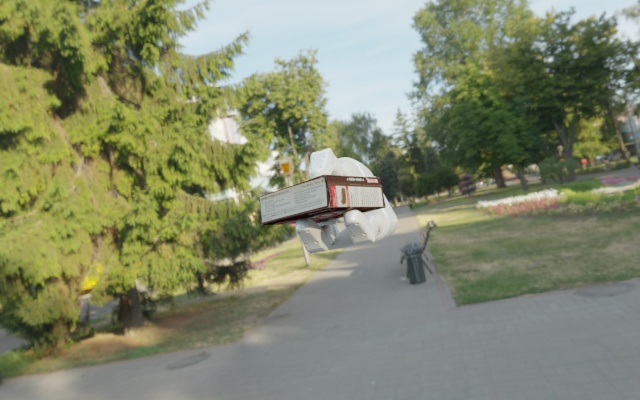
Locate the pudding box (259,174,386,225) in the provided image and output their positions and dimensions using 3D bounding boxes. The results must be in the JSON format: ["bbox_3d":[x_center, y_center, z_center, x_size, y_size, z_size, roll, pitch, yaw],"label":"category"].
[{"bbox_3d":[0.000,0.002,0.531,0.090,0.039,0.113,-1,-12,-44],"label":"pudding box"}]
